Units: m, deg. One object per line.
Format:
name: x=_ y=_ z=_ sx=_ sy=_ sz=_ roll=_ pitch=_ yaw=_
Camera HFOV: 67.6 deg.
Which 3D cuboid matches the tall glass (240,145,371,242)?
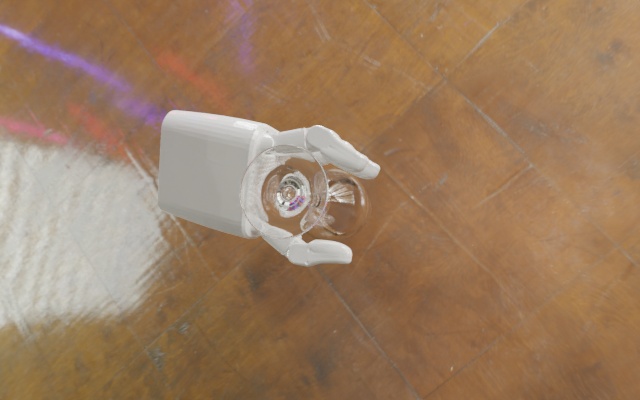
tall glass: x=0.000 y=0.002 z=0.465 sx=0.079 sy=0.079 sz=0.201 roll=0 pitch=-5 yaw=18
